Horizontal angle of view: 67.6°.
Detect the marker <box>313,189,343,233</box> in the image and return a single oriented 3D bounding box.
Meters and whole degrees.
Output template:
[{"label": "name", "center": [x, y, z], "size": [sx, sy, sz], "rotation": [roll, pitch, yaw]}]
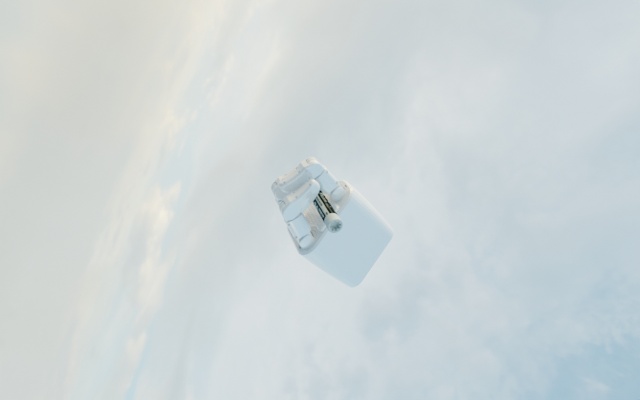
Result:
[{"label": "marker", "center": [0.000, 0.002, 0.598], "size": [0.020, 0.020, 0.121], "rotation": [0, 27, -19]}]
